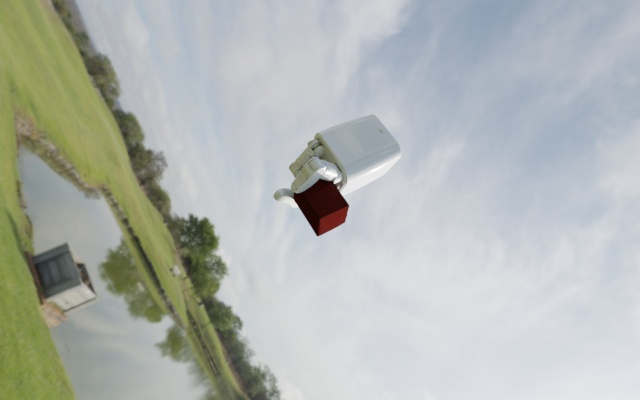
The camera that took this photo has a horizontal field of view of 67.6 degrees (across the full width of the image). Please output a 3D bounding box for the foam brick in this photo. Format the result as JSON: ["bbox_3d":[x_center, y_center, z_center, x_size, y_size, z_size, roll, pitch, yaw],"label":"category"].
[{"bbox_3d":[0.000,0.003,0.714,0.051,0.078,0.053,-23,-28,-20],"label":"foam brick"}]
